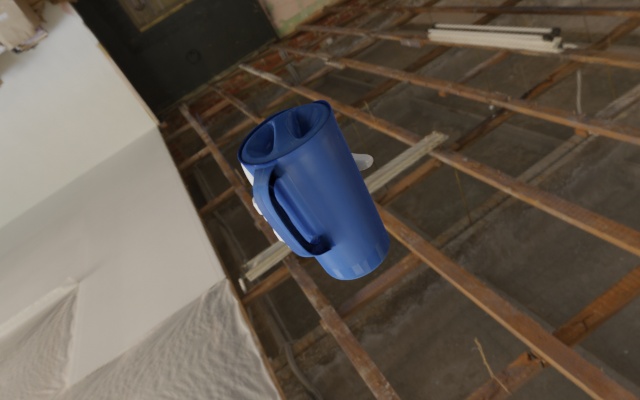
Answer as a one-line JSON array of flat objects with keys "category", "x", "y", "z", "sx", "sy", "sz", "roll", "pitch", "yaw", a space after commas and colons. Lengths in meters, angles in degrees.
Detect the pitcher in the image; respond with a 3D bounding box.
[{"category": "pitcher", "x": 0.000, "y": 0.002, "z": 0.650, "sx": 0.149, "sy": 0.243, "sz": 0.145, "roll": -36, "pitch": 32, "yaw": -7}]
